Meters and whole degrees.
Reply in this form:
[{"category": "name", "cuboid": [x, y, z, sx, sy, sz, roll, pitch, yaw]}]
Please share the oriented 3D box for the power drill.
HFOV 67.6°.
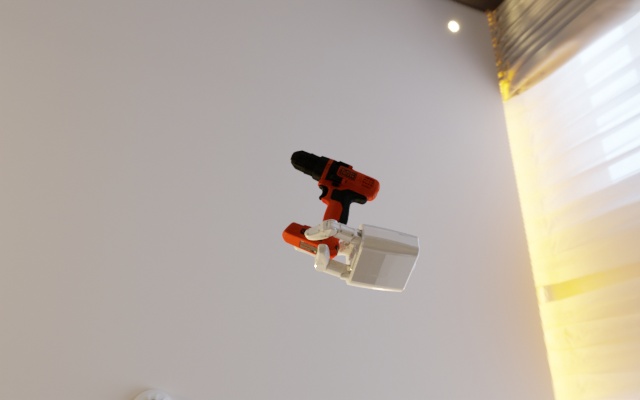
[{"category": "power drill", "cuboid": [0.000, 0.003, 0.899, 0.184, 0.187, 0.057, 22, -25, 8]}]
